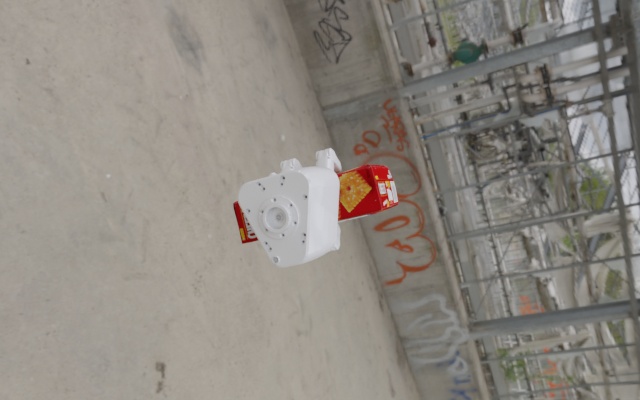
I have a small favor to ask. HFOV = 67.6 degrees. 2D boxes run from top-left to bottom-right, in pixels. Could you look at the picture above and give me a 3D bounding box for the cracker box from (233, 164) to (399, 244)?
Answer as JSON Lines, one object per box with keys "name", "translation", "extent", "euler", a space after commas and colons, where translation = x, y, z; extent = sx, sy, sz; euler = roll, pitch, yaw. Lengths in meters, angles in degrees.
{"name": "cracker box", "translation": [0.000, 0.003, 0.734], "extent": [0.214, 0.072, 0.164], "euler": [-14, -1, 18]}
